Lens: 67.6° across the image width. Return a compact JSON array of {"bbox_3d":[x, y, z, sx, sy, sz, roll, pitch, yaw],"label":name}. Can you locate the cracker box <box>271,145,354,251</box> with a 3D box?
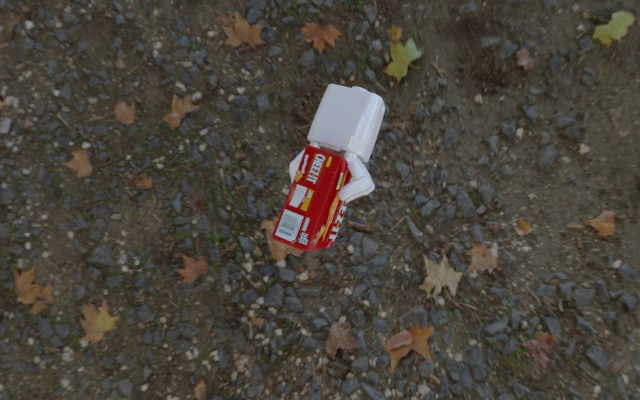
[{"bbox_3d":[0.000,0.003,0.855,0.072,0.164,0.214,21,1,12],"label":"cracker box"}]
